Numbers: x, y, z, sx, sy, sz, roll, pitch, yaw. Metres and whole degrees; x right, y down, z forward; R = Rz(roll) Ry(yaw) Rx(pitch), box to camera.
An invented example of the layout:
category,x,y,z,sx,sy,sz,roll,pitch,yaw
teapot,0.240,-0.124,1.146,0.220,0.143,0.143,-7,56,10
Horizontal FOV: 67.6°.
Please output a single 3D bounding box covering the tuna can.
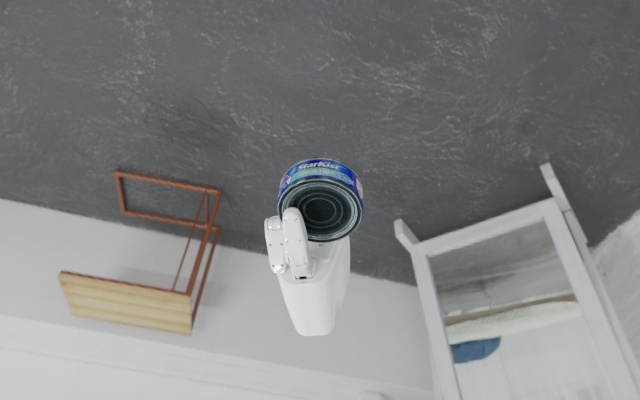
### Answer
category,x,y,z,sx,sy,sz,roll,pitch,yaw
tuna can,0.000,0.002,0.473,0.086,0.086,0.033,0,40,4
